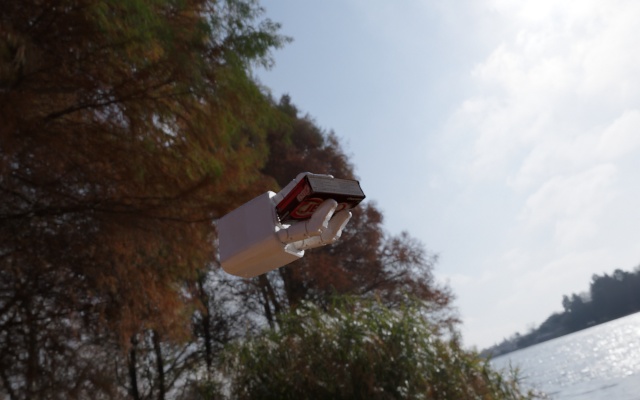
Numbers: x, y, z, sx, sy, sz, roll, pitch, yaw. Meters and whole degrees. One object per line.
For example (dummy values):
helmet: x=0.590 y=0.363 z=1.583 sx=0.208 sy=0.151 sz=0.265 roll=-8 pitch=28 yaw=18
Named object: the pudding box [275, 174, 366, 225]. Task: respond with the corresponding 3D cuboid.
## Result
pudding box: x=0.000 y=0.002 z=0.744 sx=0.113 sy=0.039 sz=0.090 roll=2 pitch=-33 yaw=-41
